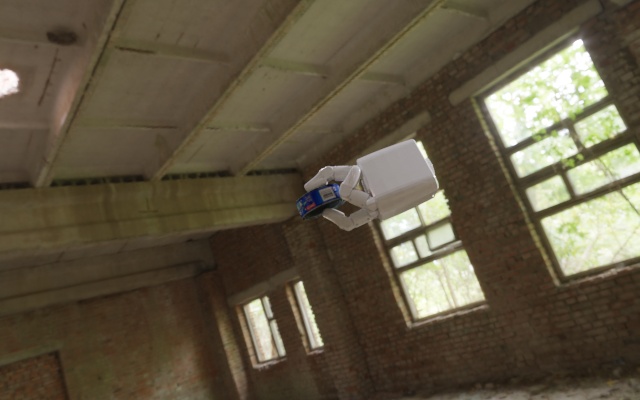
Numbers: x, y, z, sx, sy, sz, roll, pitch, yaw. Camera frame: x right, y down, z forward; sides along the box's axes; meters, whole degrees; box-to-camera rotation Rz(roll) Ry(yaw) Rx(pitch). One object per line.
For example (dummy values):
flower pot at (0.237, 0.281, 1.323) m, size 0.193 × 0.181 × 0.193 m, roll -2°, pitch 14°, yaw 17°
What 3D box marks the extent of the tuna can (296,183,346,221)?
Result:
tuna can at (0.000, 0.002, 0.858) m, size 0.086 × 0.033 × 0.086 m, roll -24°, pitch -13°, yaw -6°
